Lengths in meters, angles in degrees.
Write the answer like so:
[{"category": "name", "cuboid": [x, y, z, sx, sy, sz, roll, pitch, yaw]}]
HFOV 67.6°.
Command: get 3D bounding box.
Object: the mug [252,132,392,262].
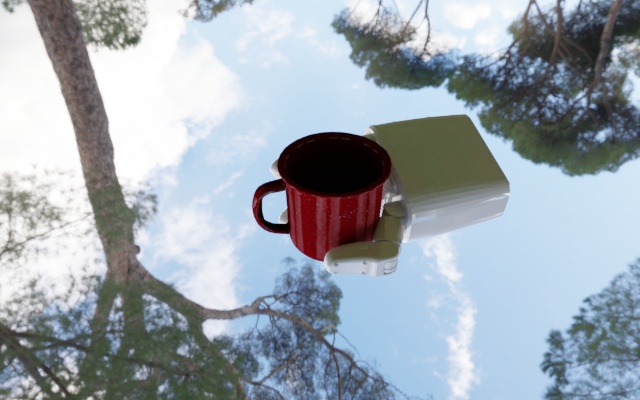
[{"category": "mug", "cuboid": [-0.001, 0.002, 0.410, 0.117, 0.082, 0.093, -11, 41, -13]}]
